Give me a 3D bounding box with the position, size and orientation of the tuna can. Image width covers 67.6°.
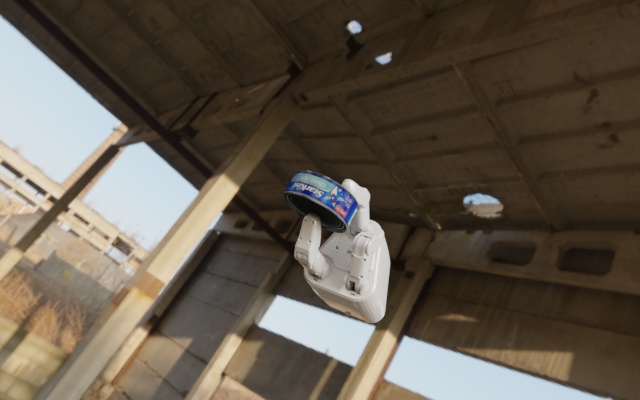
[{"bbox_3d":[0.000,0.001,0.560,0.086,0.033,0.086,26,-18,9],"label":"tuna can"}]
